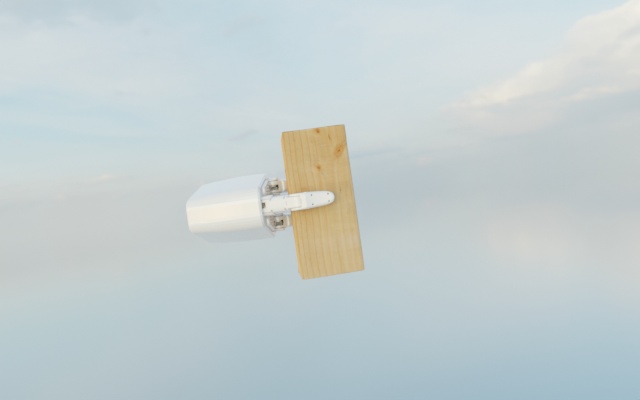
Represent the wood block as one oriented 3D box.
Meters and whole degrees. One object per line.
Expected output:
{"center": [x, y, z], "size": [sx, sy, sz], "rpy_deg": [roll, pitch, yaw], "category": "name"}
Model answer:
{"center": [0.000, 0.002, 0.700], "size": [0.090, 0.206, 0.091], "rpy_deg": [-8, 1, -6], "category": "wood block"}
